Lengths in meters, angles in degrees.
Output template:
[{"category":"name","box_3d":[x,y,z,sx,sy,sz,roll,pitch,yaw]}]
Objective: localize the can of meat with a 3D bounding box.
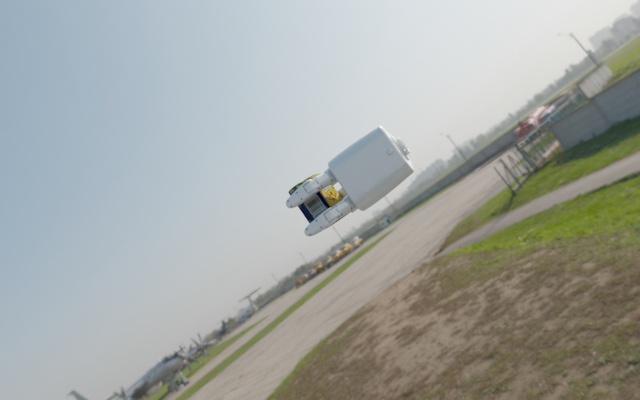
[{"category":"can of meat","box_3d":[0.000,0.002,0.812,0.057,0.084,0.102,-36,-6,19]}]
